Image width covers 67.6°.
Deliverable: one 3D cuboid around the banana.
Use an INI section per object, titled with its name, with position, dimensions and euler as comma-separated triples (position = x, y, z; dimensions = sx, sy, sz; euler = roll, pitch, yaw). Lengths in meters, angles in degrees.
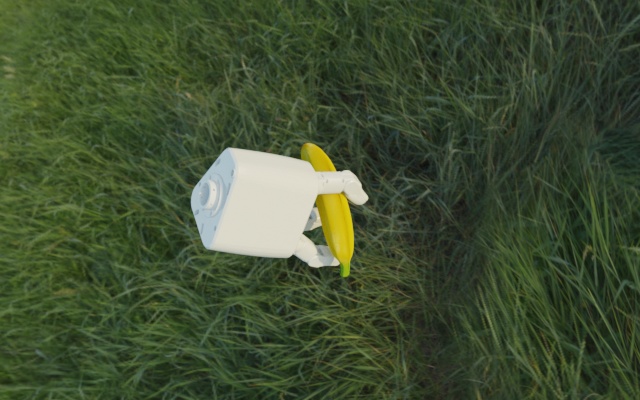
[banana]
position = 0.006, -0.003, 0.617
dimensions = 0.037, 0.197, 0.070
euler = -5, -25, -22
